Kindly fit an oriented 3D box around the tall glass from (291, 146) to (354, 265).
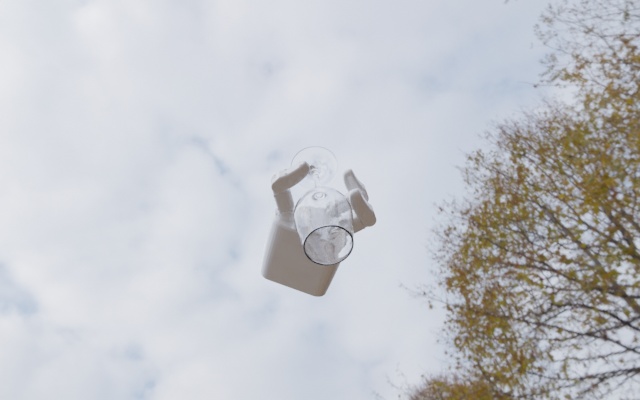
[{"bbox_3d":[0.000,0.002,0.659,0.079,0.079,0.201,0,32,-7],"label":"tall glass"}]
